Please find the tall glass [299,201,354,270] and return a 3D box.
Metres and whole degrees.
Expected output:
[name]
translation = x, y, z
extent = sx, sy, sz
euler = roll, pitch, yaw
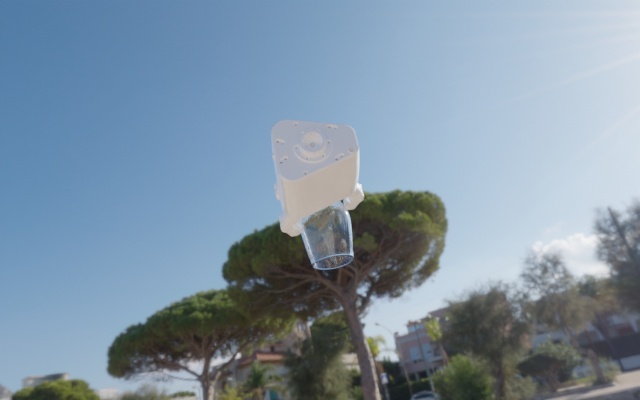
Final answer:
[tall glass]
translation = 0.000, 0.002, 0.735
extent = 0.079, 0.201, 0.079
euler = -10, -25, -4
